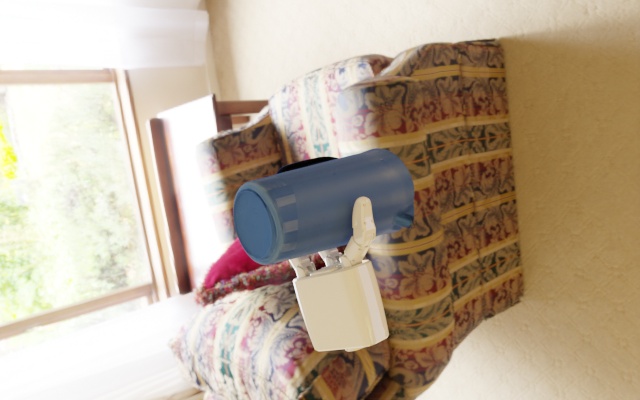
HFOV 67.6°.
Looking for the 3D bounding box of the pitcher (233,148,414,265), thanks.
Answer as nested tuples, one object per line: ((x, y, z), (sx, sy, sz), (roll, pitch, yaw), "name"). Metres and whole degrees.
((0.000, 0.002, 0.670), (0.243, 0.145, 0.149), (-14, -2, -39), "pitcher")
